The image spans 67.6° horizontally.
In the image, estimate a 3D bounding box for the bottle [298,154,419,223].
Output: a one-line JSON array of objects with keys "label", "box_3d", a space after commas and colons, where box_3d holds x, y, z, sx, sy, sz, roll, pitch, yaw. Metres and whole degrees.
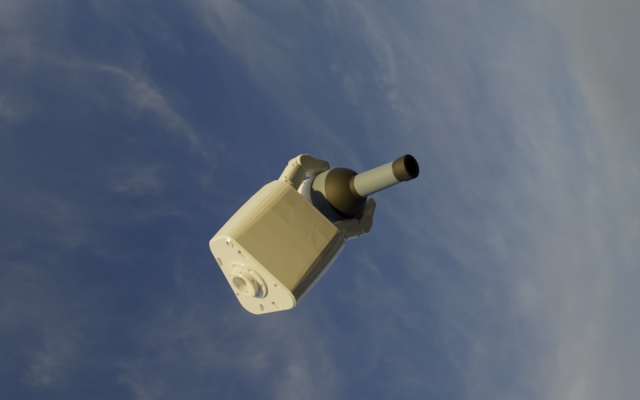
[{"label": "bottle", "box_3d": [0.000, 0.002, 0.613, 0.069, 0.069, 0.296, 0, -15, -43]}]
